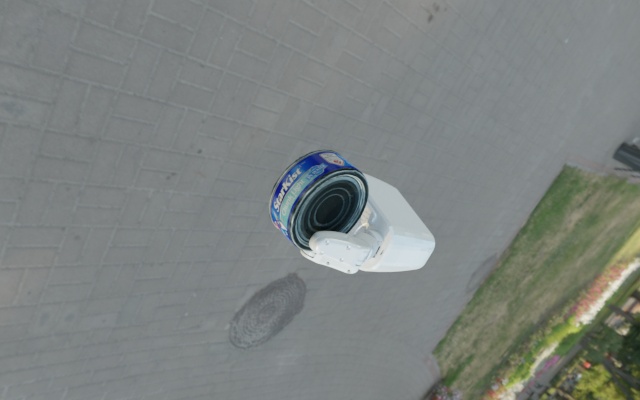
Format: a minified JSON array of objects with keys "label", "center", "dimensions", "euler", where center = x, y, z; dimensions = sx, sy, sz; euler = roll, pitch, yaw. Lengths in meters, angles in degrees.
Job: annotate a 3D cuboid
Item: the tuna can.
[{"label":"tuna can","center":[0.000,0.002,0.413],"dimensions":[0.086,0.086,0.033],"euler":[0,32,-43]}]
